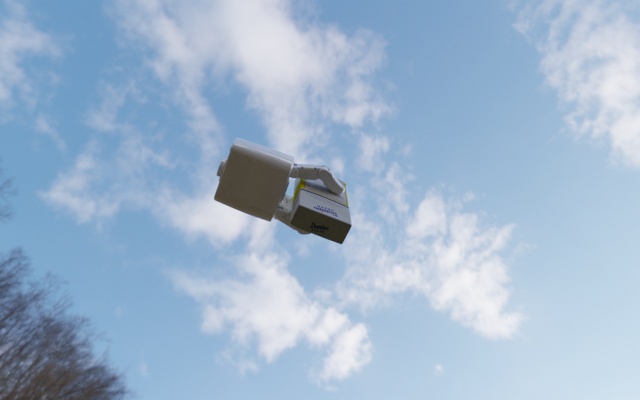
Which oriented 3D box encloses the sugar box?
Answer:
[{"bbox_3d":[0.000,0.003,0.820,0.093,0.048,0.176,22,25,-9],"label":"sugar box"}]
